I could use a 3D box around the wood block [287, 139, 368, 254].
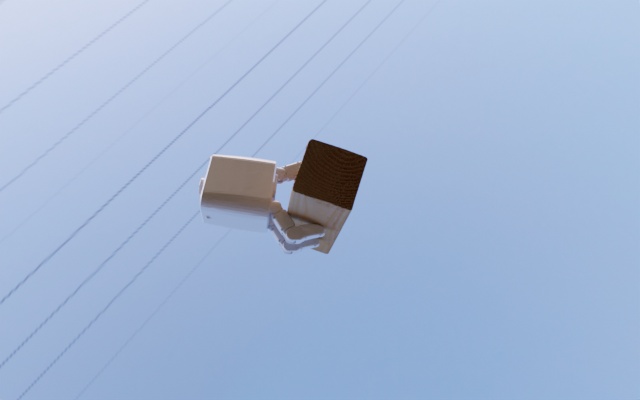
[{"bbox_3d":[0.000,0.002,0.757,0.090,0.090,0.206,18,-24,-1],"label":"wood block"}]
